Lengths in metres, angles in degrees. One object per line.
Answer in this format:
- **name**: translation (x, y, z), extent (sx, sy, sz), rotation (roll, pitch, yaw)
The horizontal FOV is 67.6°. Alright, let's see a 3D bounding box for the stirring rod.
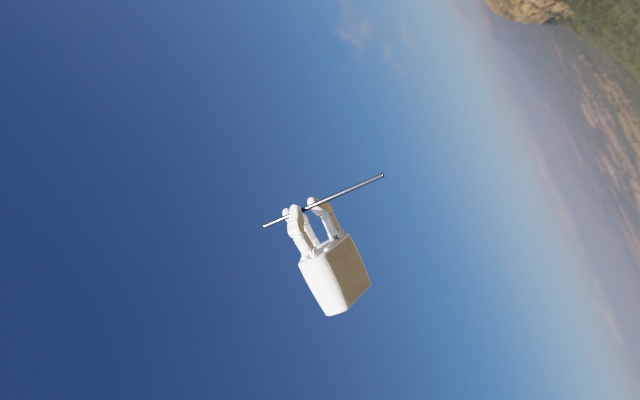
- **stirring rod**: translation (0.000, 0.003, 0.814), extent (0.239, 0.011, 0.011), rotation (-23, -10, 25)
